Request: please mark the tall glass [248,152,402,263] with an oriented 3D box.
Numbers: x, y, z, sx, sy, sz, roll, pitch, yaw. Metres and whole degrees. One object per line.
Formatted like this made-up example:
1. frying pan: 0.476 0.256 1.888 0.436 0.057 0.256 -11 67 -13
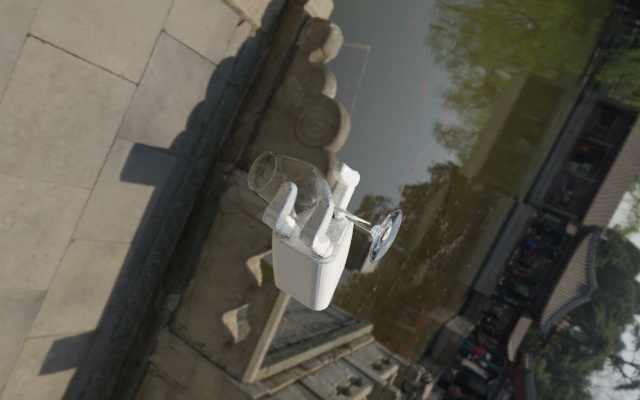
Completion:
1. tall glass: 0.001 0.002 0.621 0.201 0.079 0.079 28 12 24
